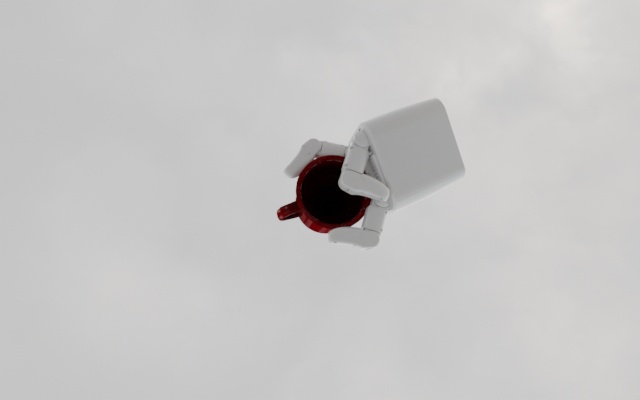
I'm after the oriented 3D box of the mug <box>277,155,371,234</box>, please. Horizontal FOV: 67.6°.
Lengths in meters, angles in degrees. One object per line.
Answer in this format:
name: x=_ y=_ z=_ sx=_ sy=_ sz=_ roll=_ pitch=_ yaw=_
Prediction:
mug: x=-0.001 y=0.003 z=0.611 sx=0.117 sy=0.093 sz=0.081 roll=-22 pitch=-8 yaw=-12
